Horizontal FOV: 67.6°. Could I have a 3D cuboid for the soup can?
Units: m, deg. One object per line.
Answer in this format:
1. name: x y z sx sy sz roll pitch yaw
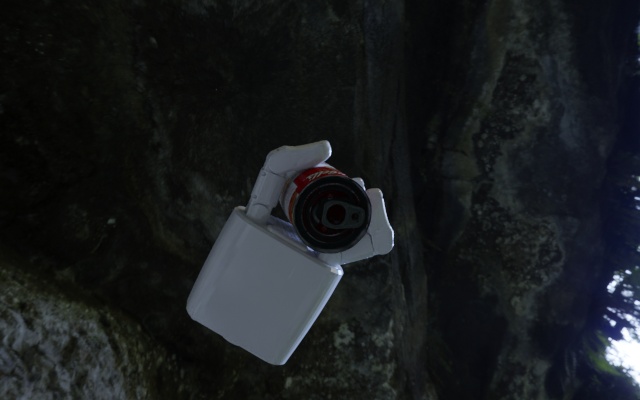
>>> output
1. soup can: 0.000 0.001 0.444 0.068 0.068 0.102 0 13 -12
